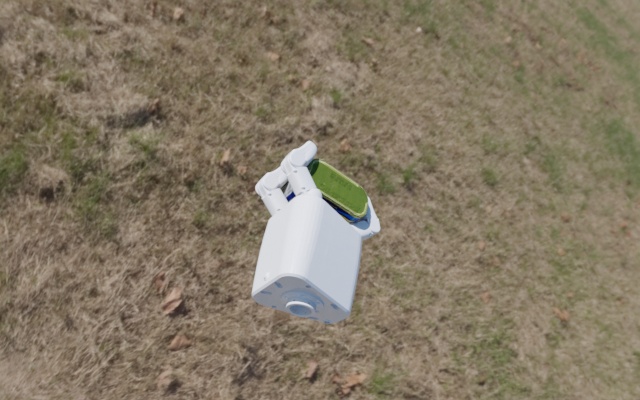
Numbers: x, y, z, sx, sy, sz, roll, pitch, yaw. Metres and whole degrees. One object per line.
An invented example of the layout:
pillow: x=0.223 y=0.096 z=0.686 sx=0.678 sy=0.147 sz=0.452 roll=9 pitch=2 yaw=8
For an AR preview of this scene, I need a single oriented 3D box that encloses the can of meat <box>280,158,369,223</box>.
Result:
can of meat: x=0.000 y=0.002 z=0.626 sx=0.102 sy=0.057 sz=0.084 roll=32 pitch=-43 yaw=-20
